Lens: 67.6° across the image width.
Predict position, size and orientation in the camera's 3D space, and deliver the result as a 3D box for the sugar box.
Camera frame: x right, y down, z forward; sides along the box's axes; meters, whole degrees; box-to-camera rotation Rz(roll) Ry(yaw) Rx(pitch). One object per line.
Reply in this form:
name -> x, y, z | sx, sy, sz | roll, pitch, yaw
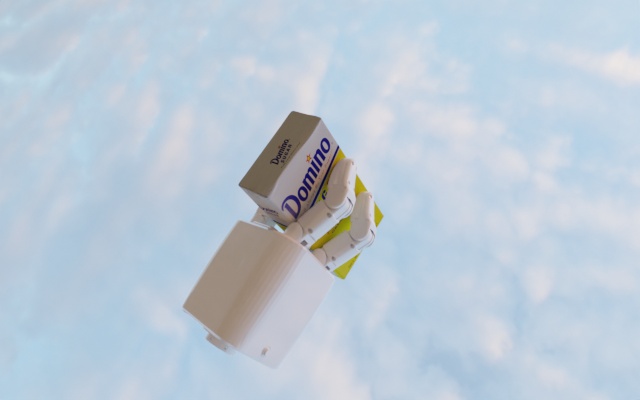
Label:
sugar box -> 0.000, 0.002, 0.492 | 0.048, 0.093, 0.176 | 22, -19, 36
